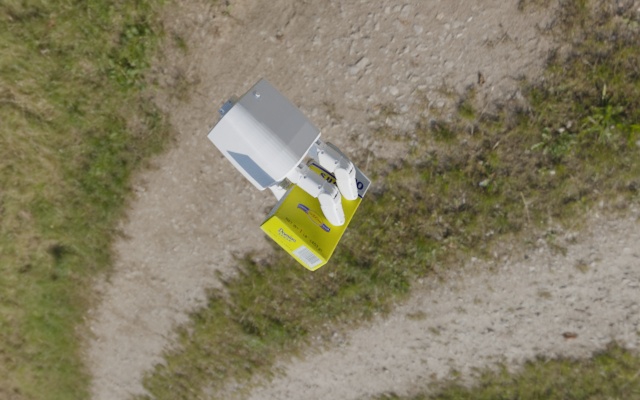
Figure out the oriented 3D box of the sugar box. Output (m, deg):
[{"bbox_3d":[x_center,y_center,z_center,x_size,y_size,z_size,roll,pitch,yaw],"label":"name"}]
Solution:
[{"bbox_3d":[0.000,0.002,0.660,0.048,0.093,0.176,-34,17,47],"label":"sugar box"}]
